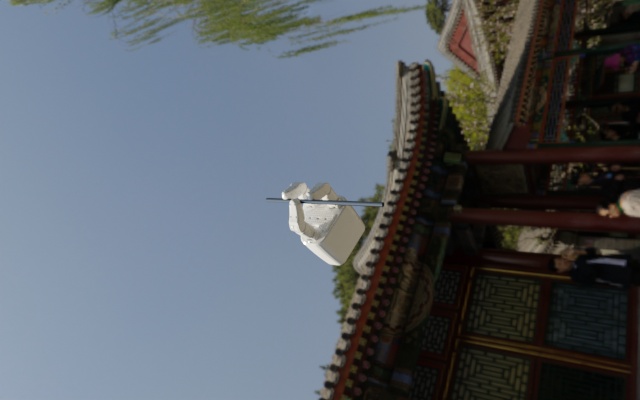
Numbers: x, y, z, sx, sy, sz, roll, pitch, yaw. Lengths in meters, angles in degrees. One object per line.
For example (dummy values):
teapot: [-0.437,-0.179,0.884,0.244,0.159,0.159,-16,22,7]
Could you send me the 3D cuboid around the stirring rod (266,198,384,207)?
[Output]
stirring rod: [0.000,0.003,0.835,0.239,0.011,0.011,2,1,33]
